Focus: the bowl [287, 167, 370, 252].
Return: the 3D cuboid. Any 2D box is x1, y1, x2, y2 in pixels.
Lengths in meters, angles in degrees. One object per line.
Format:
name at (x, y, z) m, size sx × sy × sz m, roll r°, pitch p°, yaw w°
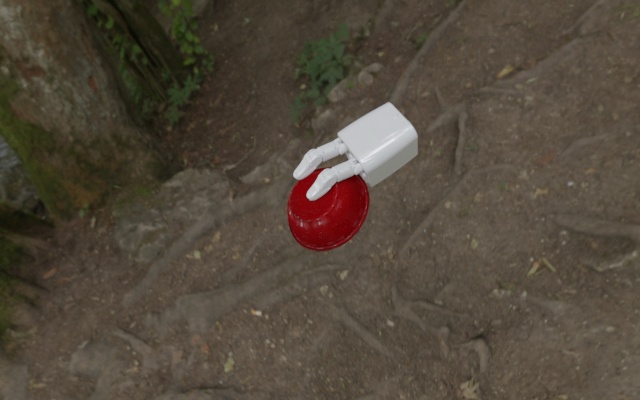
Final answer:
bowl at (-0.001, 0.004, 0.820) m, size 0.162 × 0.162 × 0.055 m, roll 0°, pitch -23°, yaw 31°
